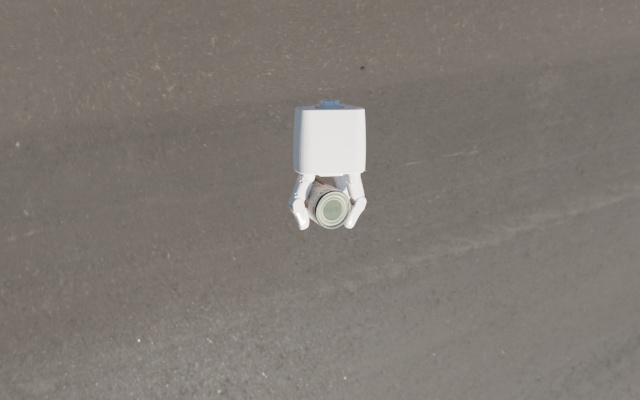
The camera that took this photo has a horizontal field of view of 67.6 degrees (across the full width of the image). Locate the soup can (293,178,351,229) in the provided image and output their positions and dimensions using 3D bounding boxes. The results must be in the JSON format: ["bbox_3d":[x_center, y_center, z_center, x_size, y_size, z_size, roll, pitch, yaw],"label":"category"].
[{"bbox_3d":[0.000,0.003,0.828,0.068,0.068,0.102,0,15,-27],"label":"soup can"}]
